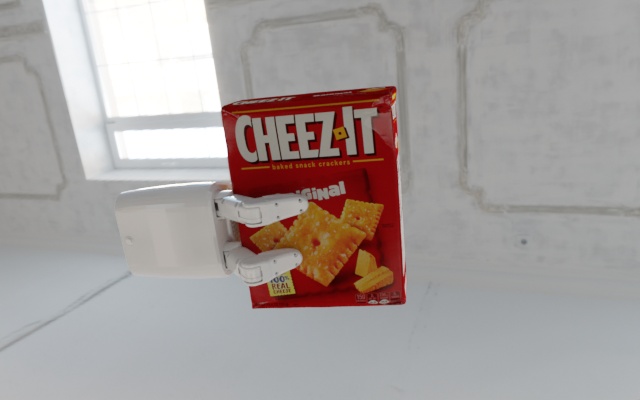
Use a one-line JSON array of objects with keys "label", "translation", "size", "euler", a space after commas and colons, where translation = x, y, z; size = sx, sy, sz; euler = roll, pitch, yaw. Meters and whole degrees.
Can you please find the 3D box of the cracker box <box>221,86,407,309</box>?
[{"label": "cracker box", "translation": [0.000, 0.002, 0.485], "size": [0.164, 0.214, 0.072], "euler": [-3, 17, 11]}]
